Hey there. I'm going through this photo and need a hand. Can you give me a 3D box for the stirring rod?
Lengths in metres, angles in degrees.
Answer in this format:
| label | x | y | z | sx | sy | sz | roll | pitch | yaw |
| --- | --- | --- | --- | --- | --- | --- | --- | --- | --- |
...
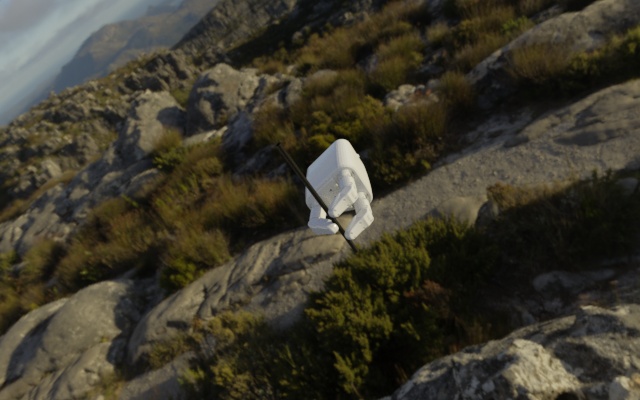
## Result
| label | x | y | z | sx | sy | sz | roll | pitch | yaw |
| --- | --- | --- | --- | --- | --- | --- | --- | --- | --- |
| stirring rod | 0.000 | 0.003 | 0.751 | 0.011 | 0.011 | 0.240 | 0 | -44 | 45 |
